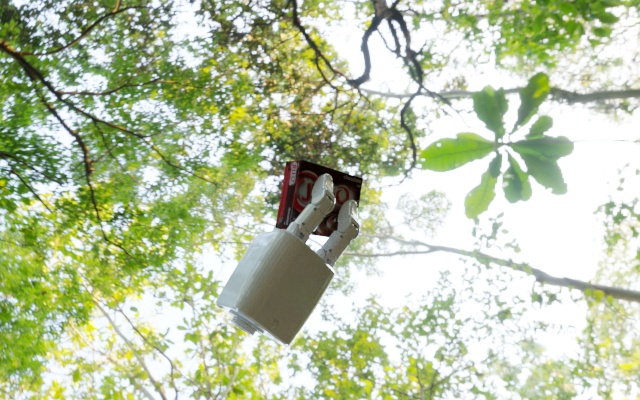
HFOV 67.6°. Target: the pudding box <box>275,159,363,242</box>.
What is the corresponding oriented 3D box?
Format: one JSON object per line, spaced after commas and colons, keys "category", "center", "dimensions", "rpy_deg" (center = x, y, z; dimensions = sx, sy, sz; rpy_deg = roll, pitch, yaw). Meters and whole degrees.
{"category": "pudding box", "center": [0.000, 0.002, 0.630], "dimensions": [0.113, 0.090, 0.039], "rpy_deg": [13, -6, -40]}
